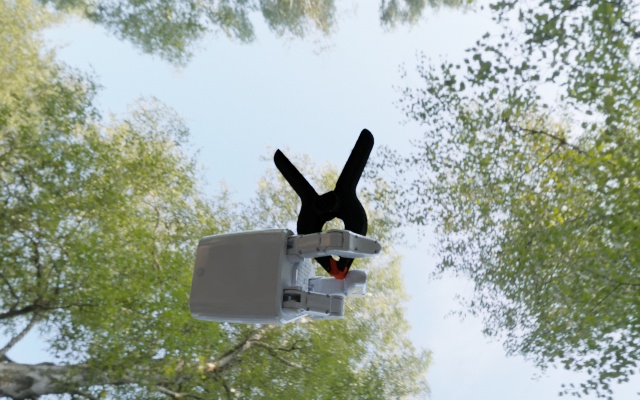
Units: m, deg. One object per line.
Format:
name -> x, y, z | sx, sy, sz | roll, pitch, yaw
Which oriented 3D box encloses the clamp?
clamp -> 0.000, 0.002, 0.533 | 0.120, 0.171, 0.039 | -6, -24, 22
